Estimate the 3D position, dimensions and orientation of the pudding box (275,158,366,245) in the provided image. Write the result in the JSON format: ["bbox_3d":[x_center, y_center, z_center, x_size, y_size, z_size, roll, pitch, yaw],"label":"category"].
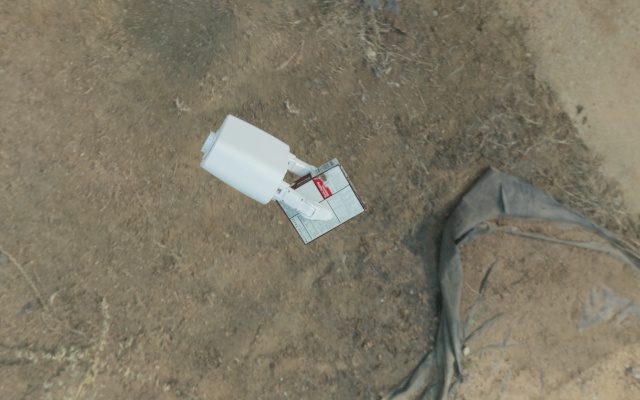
[{"bbox_3d":[0.000,0.002,0.734,0.113,0.090,0.039,-29,19,6],"label":"pudding box"}]
